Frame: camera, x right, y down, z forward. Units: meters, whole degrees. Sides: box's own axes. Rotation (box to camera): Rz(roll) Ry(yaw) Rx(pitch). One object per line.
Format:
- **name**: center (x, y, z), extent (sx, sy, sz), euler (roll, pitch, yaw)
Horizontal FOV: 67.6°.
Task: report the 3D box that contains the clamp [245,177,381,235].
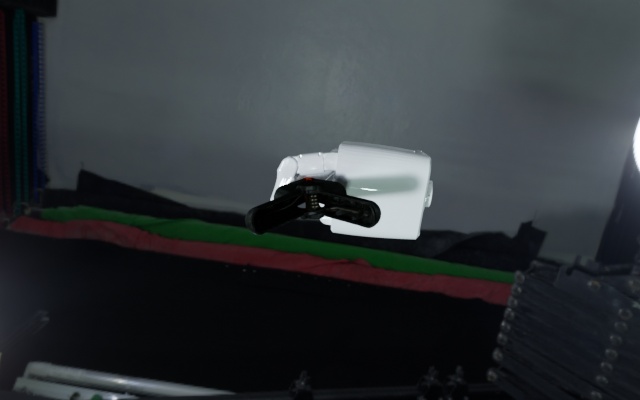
- **clamp**: center (0.000, 0.002, 0.490), extent (0.120, 0.039, 0.171), euler (4, 15, 5)
